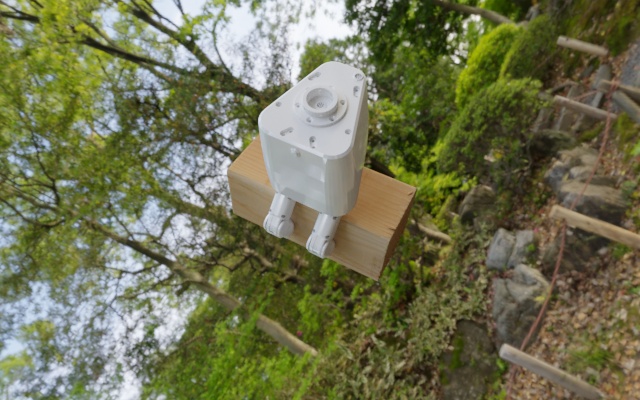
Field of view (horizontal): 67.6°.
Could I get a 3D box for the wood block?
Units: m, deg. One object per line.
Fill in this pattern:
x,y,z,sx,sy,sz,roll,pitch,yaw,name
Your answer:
0.000,0.001,0.587,0.206,0.090,0.090,24,-35,15,wood block
